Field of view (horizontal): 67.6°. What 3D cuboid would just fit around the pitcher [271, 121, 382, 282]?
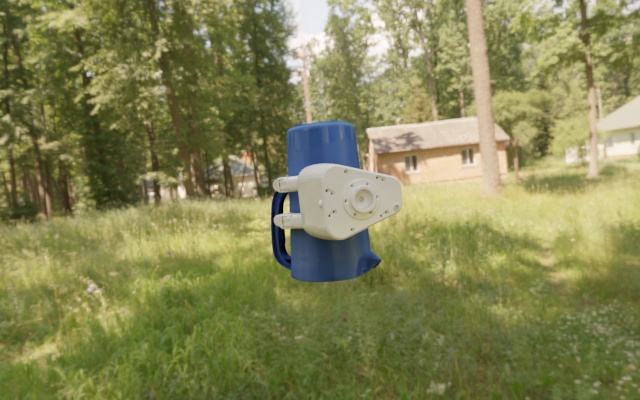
[{"bbox_3d":[0.000,0.002,0.763,0.149,0.243,0.145,-6,3,-16],"label":"pitcher"}]
